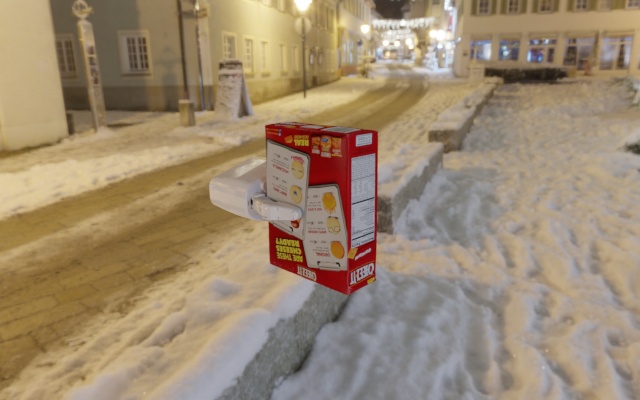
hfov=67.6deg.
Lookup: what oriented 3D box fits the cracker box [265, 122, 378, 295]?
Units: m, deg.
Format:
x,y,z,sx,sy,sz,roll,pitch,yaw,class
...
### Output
x,y,z,sx,sy,sz,roll,pitch,yaw,class
0.000,0.002,0.671,0.072,0.214,0.164,-16,21,-43,cracker box
